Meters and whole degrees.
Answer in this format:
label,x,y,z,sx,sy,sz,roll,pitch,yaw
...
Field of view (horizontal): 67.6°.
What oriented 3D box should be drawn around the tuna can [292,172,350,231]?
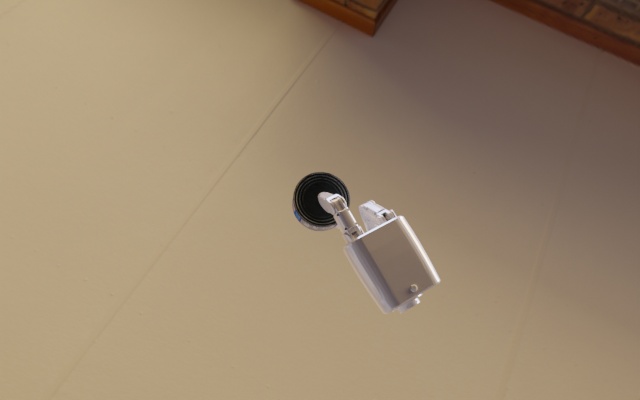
label,x,y,z,sx,sy,sz,roll,pitch,yaw
tuna can,0.000,0.002,0.724,0.086,0.086,0.034,0,-18,-8
